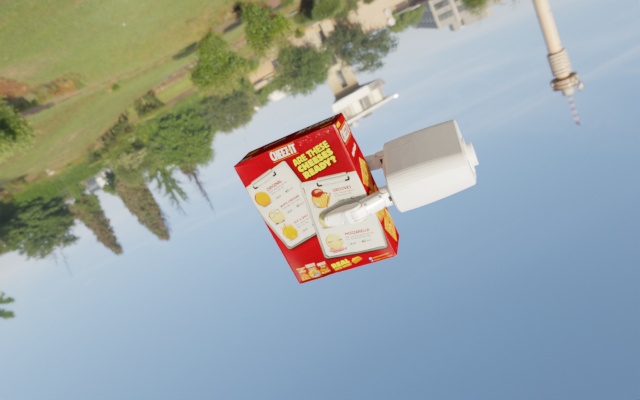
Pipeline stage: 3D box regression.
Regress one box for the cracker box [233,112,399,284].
[{"bbox_3d":[0.000,0.003,0.702,0.164,0.214,0.072,-20,20,21],"label":"cracker box"}]
